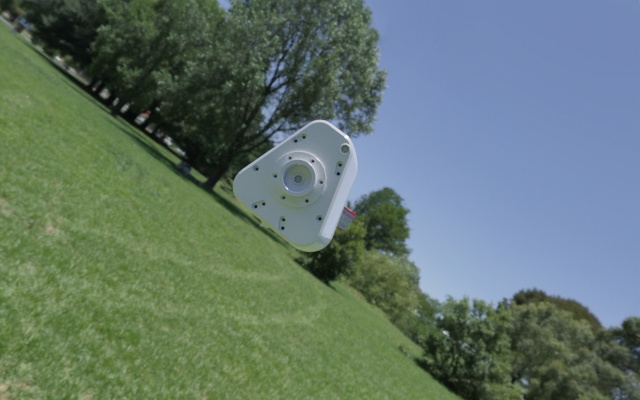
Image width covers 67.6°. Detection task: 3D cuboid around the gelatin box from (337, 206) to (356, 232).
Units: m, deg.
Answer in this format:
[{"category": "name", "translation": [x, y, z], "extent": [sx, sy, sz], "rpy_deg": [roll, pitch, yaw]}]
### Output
[{"category": "gelatin box", "translation": [0.000, 0.002, 0.592], "extent": [0.073, 0.030, 0.089], "rpy_deg": [38, 2, 20]}]
